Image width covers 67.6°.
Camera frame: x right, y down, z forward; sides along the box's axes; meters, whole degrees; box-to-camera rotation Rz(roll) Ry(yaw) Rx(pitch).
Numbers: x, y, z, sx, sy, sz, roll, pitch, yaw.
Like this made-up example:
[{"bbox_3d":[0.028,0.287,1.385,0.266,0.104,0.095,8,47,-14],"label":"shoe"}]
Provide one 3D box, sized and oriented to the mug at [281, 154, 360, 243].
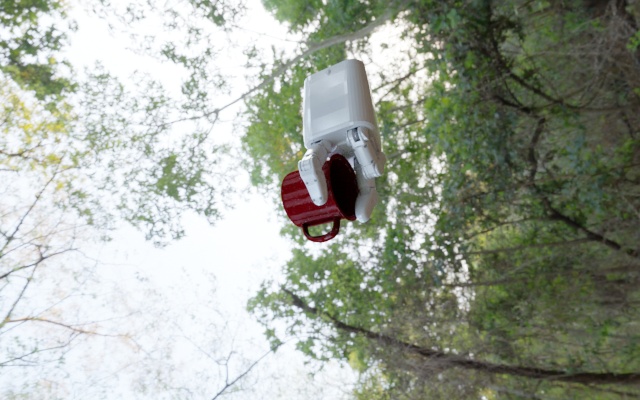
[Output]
[{"bbox_3d":[0.000,0.004,0.650,0.081,0.117,0.093,-15,-27,28],"label":"mug"}]
